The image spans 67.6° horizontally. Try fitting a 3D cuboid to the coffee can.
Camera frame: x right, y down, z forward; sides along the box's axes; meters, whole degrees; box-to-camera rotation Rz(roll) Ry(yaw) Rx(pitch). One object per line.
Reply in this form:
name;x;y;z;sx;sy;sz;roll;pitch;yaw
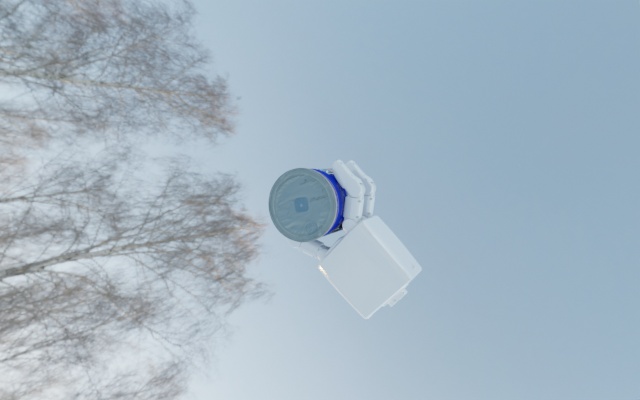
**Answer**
coffee can;0.000;0.002;0.717;0.103;0.103;0.140;0;4;23
